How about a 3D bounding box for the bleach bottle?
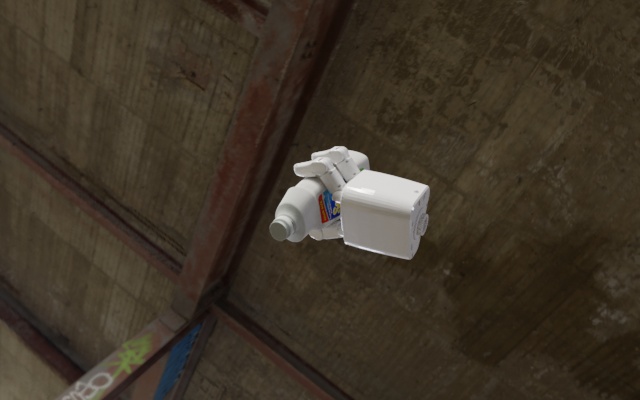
[{"bbox_3d":[0.000,0.002,0.745,0.068,0.103,0.250,15,29,23],"label":"bleach bottle"}]
